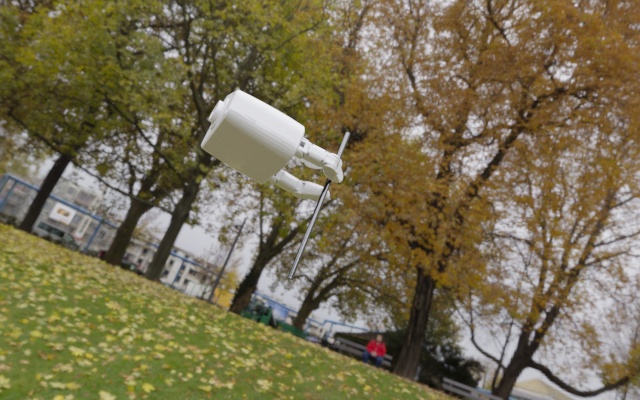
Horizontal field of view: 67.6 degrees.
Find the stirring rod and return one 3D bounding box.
[{"bbox_3d":[0.000,0.002,0.697,0.011,0.239,0.011,19,-19,7],"label":"stirring rod"}]
